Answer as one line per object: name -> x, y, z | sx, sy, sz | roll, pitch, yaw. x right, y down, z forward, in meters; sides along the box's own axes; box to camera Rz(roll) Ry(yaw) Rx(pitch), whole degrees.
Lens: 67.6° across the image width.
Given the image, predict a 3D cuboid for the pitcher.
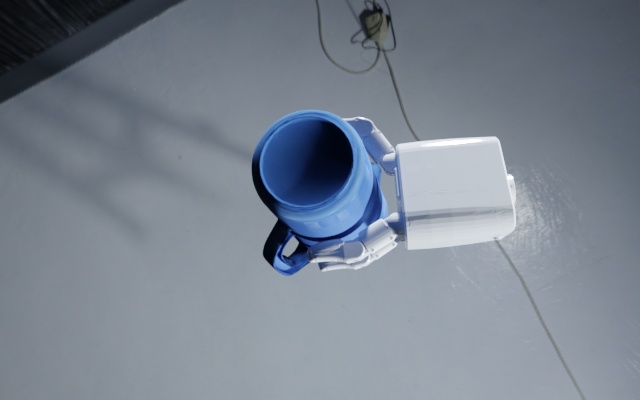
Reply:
pitcher -> 0.000, 0.002, 0.542 | 0.145, 0.149, 0.243 | -4, -14, 9
